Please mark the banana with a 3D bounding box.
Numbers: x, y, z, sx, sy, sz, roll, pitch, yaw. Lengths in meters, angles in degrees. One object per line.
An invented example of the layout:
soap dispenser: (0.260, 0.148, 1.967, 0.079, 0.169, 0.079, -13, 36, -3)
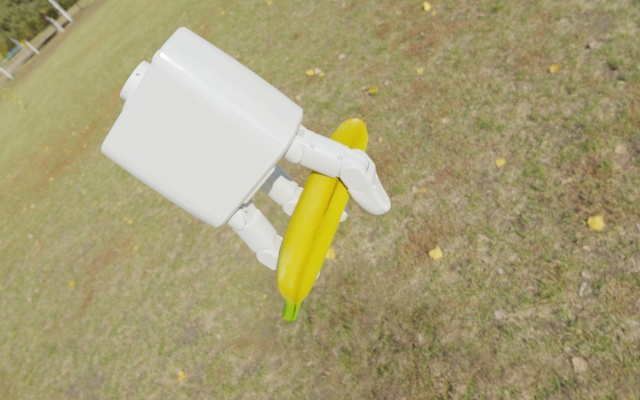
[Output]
banana: (0.002, -0.002, 0.396, 0.037, 0.197, 0.070, 23, -21, -3)
